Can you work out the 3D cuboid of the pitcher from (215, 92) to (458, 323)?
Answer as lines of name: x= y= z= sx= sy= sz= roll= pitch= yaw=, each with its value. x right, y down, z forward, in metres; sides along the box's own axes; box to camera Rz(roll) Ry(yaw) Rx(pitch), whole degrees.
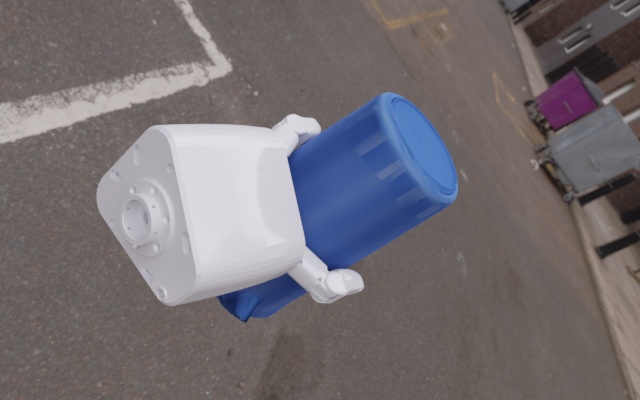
pitcher: x=0.000 y=0.002 z=0.459 sx=0.243 sy=0.149 sz=0.145 roll=-33 pitch=-15 yaw=31
